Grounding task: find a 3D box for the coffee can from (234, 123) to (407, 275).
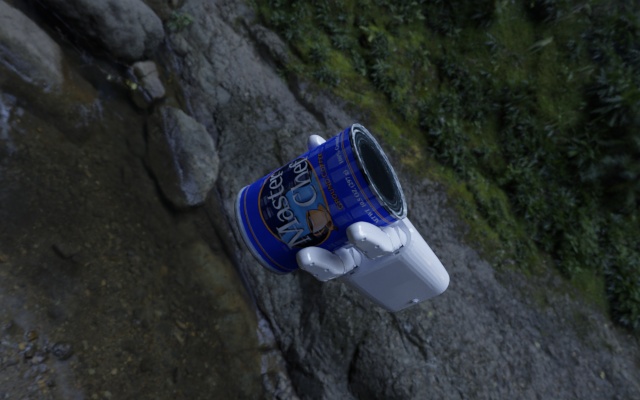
[{"bbox_3d":[0.000,0.001,0.480,0.140,0.103,0.103,-28,-11,22],"label":"coffee can"}]
